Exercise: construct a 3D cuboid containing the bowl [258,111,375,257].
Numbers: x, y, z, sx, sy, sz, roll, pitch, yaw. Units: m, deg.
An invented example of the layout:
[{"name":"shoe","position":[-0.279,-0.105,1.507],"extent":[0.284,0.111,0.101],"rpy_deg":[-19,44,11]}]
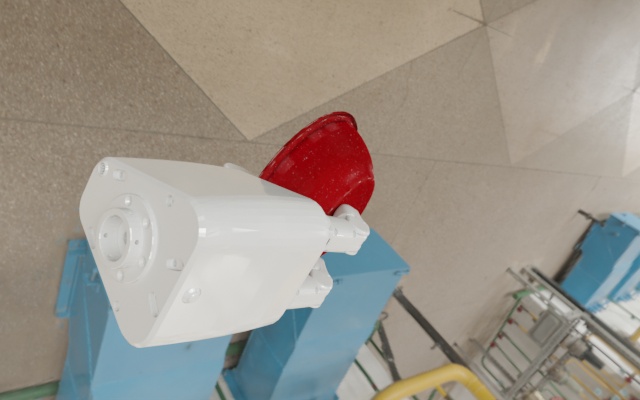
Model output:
[{"name":"bowl","position":[0.001,0.001,0.439],"extent":[0.055,0.162,0.162],"rpy_deg":[38,14,19]}]
